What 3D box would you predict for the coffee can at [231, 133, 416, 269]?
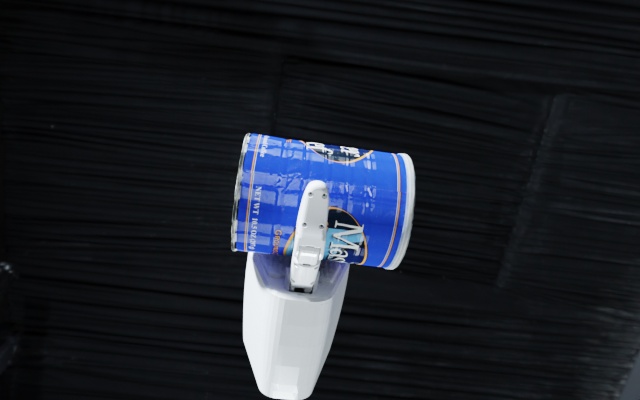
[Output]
[{"bbox_3d":[0.000,0.001,0.418,0.140,0.103,0.103,7,-1,-5],"label":"coffee can"}]
